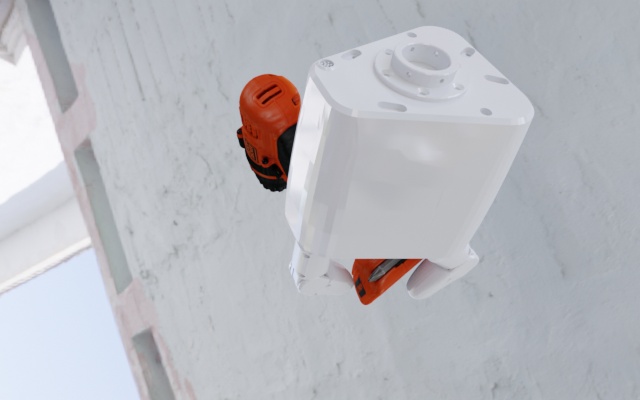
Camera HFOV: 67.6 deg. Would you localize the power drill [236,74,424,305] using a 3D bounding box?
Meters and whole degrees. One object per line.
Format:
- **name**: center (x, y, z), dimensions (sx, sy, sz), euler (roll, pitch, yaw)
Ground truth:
- **power drill**: center (0.000, 0.002, 0.414), dimensions (0.057, 0.187, 0.184), euler (-40, -11, -12)
